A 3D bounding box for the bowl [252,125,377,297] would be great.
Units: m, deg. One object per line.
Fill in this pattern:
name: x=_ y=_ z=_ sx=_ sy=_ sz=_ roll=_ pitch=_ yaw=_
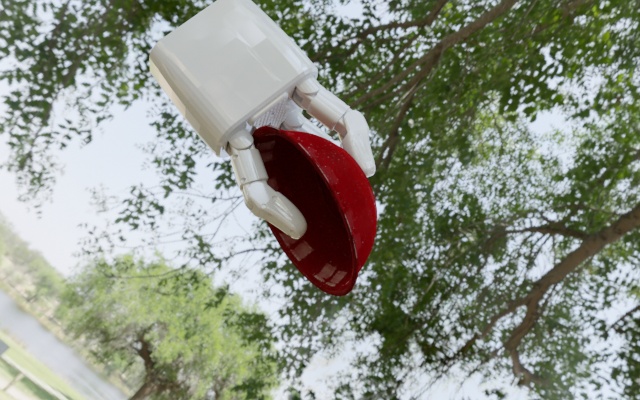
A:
bowl: x=0.001 y=0.002 z=0.424 sx=0.055 sy=0.162 sz=0.162 roll=-27 pitch=12 yaw=-26
